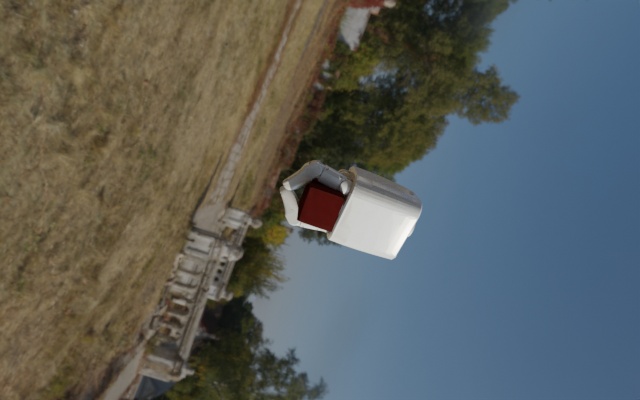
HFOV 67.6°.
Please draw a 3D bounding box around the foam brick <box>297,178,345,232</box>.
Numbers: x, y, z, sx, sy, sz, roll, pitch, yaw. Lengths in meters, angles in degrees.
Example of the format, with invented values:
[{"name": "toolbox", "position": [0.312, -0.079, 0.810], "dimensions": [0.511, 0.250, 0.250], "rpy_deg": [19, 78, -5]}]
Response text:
[{"name": "foam brick", "position": [0.000, 0.002, 0.673], "dimensions": [0.051, 0.053, 0.078], "rpy_deg": [21, 14, -6]}]
